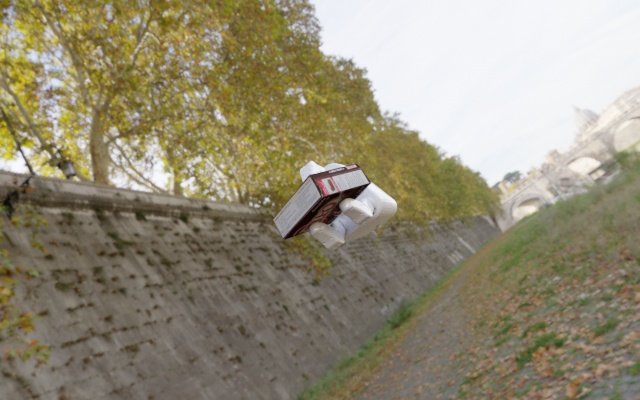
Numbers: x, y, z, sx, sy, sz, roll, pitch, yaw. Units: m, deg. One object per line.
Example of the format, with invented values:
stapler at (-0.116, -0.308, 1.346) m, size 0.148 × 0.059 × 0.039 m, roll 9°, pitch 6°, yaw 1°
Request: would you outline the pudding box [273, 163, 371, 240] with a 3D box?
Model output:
pudding box at (0.000, 0.002, 0.633) m, size 0.090 × 0.039 × 0.113 m, roll -18°, pitch -23°, yaw -41°
